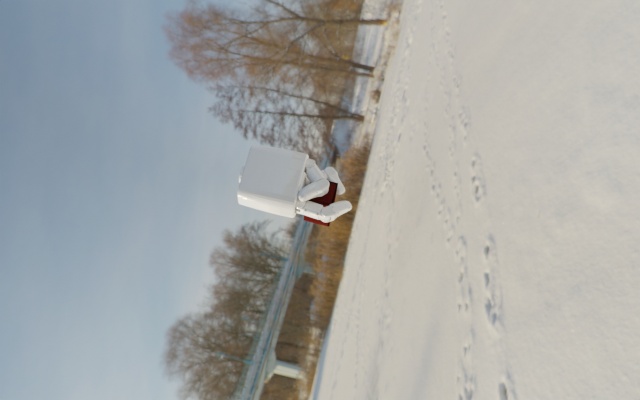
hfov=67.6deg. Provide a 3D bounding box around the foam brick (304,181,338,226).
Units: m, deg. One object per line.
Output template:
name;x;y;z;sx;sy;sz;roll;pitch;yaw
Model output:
foam brick;0.000;0.003;0.895;0.051;0.053;0.078;12;-35;3
